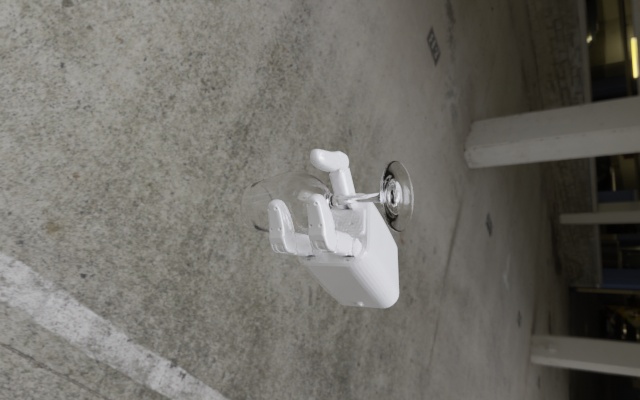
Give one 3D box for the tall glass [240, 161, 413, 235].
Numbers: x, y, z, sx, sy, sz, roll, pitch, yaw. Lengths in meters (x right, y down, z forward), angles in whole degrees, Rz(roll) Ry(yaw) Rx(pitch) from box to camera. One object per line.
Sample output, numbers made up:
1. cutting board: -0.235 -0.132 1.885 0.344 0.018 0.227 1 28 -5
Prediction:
1. tall glass: 0.001 0.002 0.553 0.201 0.079 0.079 -4 -2 35
